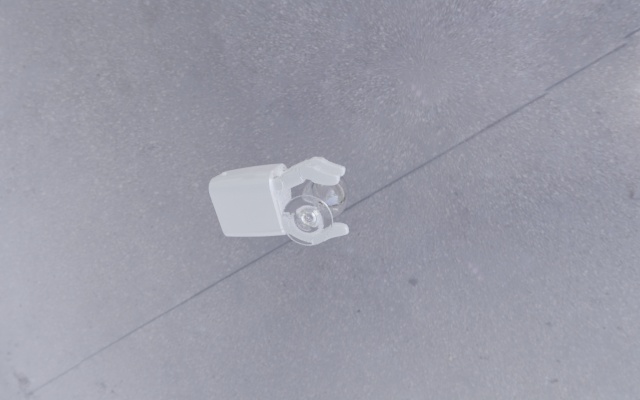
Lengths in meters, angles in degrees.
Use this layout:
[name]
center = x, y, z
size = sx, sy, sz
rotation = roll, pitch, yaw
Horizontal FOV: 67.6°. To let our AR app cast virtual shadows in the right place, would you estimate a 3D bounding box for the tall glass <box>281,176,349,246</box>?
[tall glass]
center = 0.000, 0.003, 0.760
size = 0.079, 0.079, 0.201
rotation = 0, 15, 12
